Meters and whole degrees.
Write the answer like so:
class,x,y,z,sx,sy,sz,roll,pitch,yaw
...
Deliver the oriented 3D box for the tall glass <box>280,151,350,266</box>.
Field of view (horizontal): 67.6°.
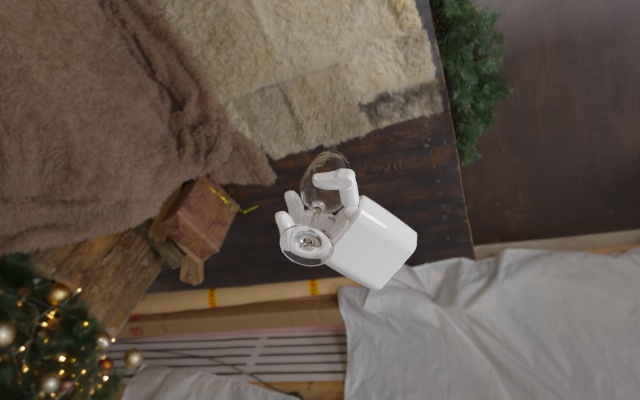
class,x,y,z,sx,sy,sz,roll,pitch,yaw
tall glass,0.000,0.003,0.717,0.079,0.079,0.201,0,37,14
